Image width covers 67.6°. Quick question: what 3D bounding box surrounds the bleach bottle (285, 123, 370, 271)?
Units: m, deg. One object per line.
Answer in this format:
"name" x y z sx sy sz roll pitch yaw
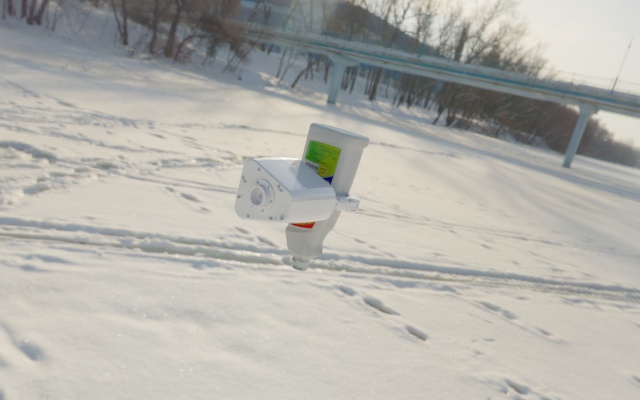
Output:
"bleach bottle" 0.000 0.003 0.806 0.102 0.251 0.068 23 15 32
